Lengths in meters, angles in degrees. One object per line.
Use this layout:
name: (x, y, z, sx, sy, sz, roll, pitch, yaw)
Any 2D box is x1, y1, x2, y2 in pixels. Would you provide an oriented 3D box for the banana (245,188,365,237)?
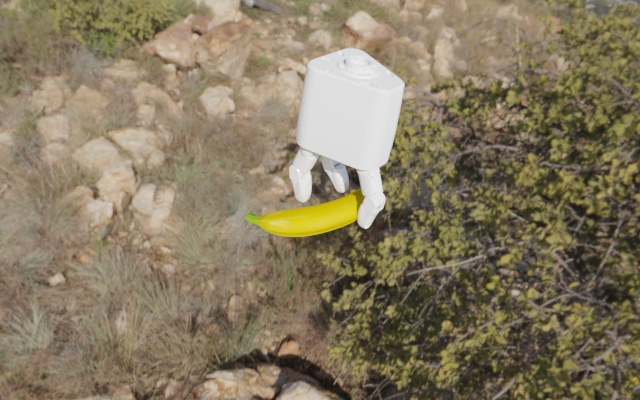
banana: (0.004, 0.014, 0.639, 0.198, 0.037, 0.069, -11, 40, -20)
